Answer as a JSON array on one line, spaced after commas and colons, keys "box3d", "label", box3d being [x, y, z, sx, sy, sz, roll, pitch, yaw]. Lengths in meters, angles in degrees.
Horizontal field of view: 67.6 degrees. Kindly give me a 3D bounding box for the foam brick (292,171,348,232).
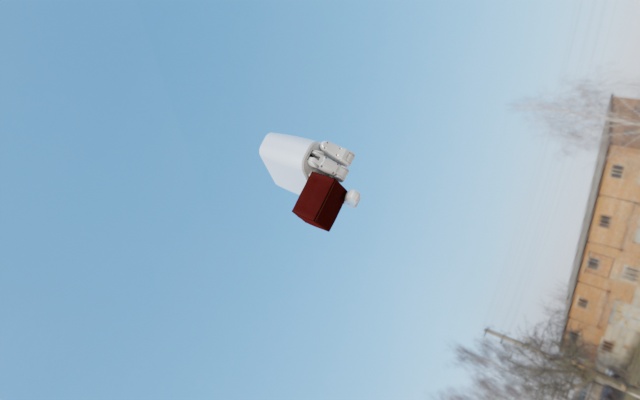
[{"box3d": [0.000, 0.003, 0.780, 0.051, 0.078, 0.053, 19, -14, 35], "label": "foam brick"}]
